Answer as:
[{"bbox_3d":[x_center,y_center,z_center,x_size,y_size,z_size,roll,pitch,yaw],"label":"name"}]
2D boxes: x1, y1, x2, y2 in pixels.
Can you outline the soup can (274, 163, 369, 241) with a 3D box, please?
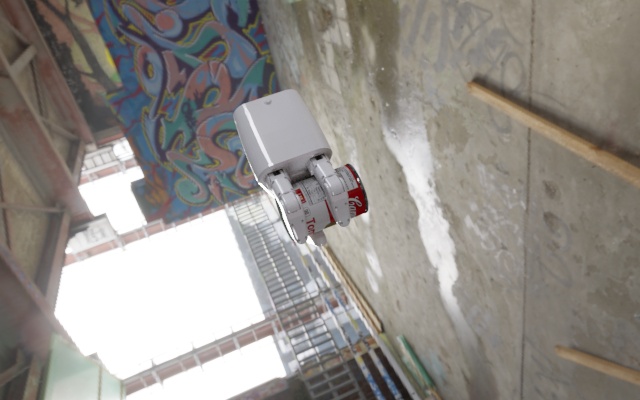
[{"bbox_3d":[0.000,0.003,0.599,0.102,0.068,0.068,-21,4,-11],"label":"soup can"}]
